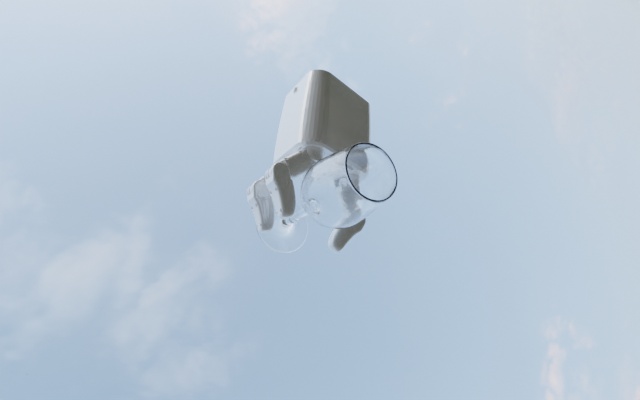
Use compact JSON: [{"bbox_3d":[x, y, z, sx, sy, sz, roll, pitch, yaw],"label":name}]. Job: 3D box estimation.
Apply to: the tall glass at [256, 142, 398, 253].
[{"bbox_3d":[0.000,0.002,0.538,0.079,0.079,0.201,0,-17,-32],"label":"tall glass"}]
